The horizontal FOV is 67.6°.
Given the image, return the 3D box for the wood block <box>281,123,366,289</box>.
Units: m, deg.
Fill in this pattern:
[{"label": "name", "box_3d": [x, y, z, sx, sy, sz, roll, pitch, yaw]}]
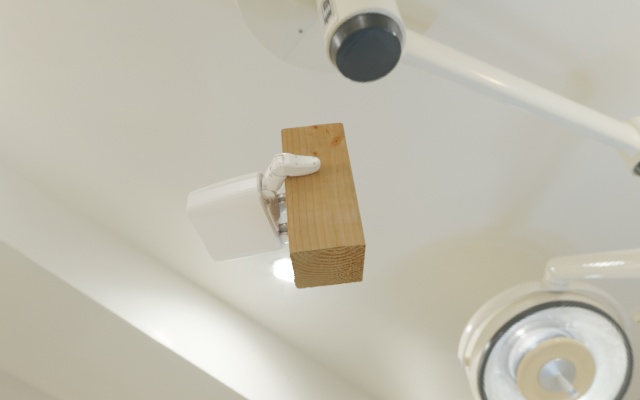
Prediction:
[{"label": "wood block", "box_3d": [0.000, 0.002, 0.641, 0.090, 0.206, 0.091, -6, -37, -2]}]
